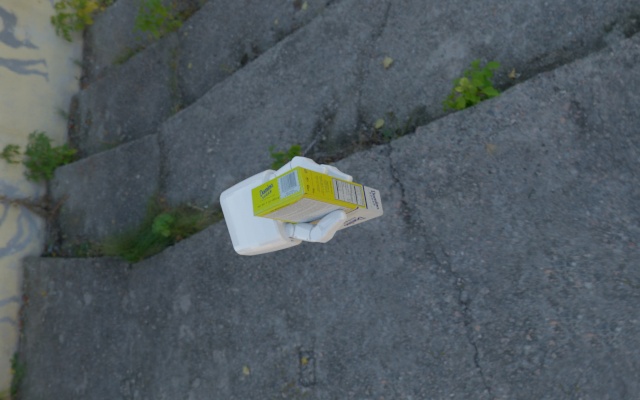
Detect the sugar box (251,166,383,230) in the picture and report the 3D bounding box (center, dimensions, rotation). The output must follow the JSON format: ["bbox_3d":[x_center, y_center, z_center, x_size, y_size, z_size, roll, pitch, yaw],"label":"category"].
[{"bbox_3d":[0.000,0.002,0.669,0.093,0.048,0.176,-22,-20,36],"label":"sugar box"}]
